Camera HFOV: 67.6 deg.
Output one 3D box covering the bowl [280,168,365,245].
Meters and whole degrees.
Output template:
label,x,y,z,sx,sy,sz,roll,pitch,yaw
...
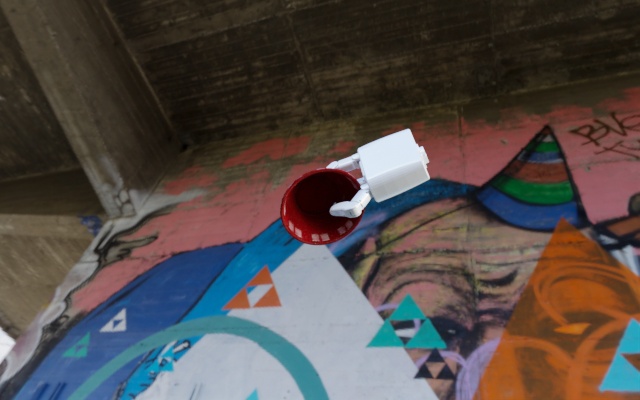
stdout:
label,x,y,z,sx,sy,sz,roll,pitch,yaw
bowl,-0.001,0.003,0.899,0.162,0.162,0.055,0,27,-15
